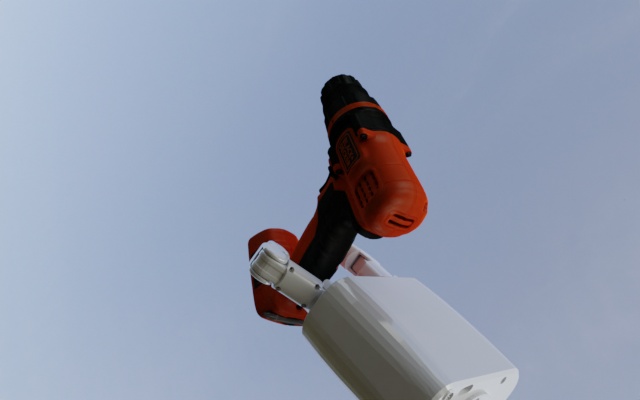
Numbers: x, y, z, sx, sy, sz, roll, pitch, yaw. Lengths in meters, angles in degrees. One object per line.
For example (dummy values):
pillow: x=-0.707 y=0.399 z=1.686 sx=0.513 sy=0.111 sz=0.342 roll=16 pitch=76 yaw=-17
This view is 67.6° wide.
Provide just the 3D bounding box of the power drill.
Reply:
power drill: x=0.000 y=0.002 z=0.410 sx=0.057 sy=0.188 sz=0.184 roll=17 pitch=35 yaw=-26
